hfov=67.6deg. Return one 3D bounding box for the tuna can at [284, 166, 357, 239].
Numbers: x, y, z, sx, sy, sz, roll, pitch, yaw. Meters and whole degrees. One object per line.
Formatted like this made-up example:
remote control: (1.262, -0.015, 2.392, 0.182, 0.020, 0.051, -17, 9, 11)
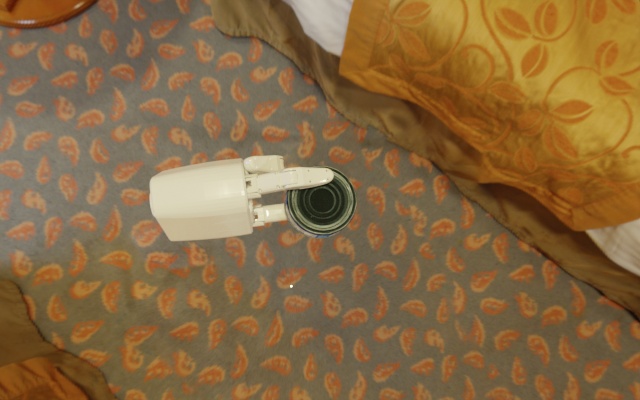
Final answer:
tuna can: (0.000, 0.002, 0.576, 0.086, 0.086, 0.034, 0, -11, -9)
